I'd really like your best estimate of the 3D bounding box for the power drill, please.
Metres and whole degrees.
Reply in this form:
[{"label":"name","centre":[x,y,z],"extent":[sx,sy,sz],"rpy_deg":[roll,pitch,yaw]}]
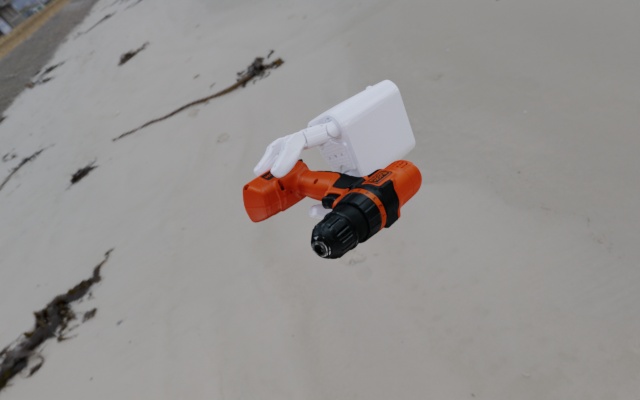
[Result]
[{"label":"power drill","centre":[0.000,0.002,0.553],"extent":[0.187,0.057,0.184],"rpy_deg":[8,29,38]}]
